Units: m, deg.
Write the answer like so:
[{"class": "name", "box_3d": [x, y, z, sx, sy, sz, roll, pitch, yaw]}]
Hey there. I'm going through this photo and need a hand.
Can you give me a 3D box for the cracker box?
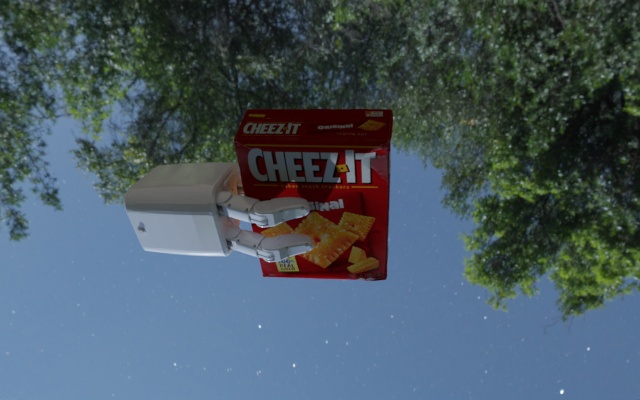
[{"class": "cracker box", "box_3d": [0.000, 0.002, 0.565, 0.164, 0.214, 0.072, 1, 40, 8]}]
